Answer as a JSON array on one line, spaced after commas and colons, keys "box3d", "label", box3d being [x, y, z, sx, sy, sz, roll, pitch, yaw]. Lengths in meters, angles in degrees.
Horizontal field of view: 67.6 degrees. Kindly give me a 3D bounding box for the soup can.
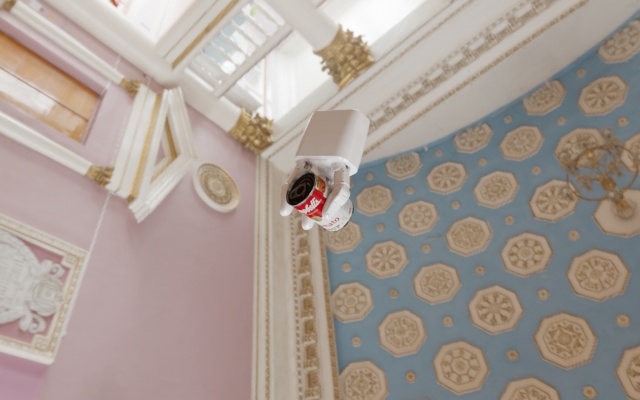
[{"box3d": [0.000, 0.003, 0.818, 0.102, 0.068, 0.068, 35, -22, -36], "label": "soup can"}]
